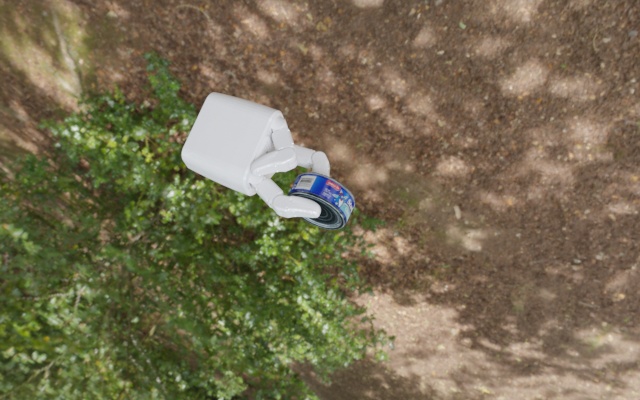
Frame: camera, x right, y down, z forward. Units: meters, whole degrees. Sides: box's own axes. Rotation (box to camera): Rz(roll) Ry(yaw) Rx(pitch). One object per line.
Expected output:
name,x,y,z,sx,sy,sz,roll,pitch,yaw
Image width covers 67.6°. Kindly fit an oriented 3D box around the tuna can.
tuna can,0.000,0.003,0.626,0.086,0.033,0.086,21,-27,11
